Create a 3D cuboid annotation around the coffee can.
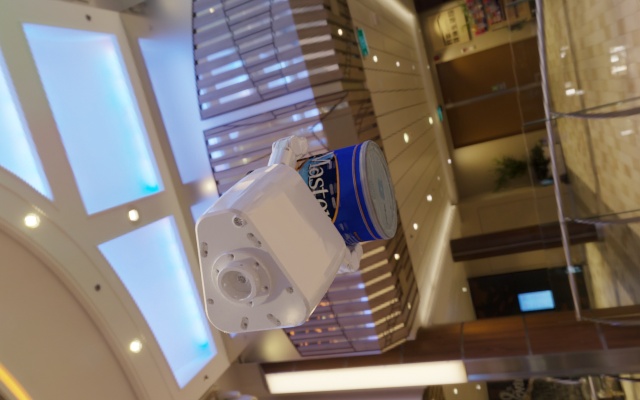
[{"bbox_3d":[0.000,0.002,0.513,0.140,0.103,0.103,-12,-4,21],"label":"coffee can"}]
